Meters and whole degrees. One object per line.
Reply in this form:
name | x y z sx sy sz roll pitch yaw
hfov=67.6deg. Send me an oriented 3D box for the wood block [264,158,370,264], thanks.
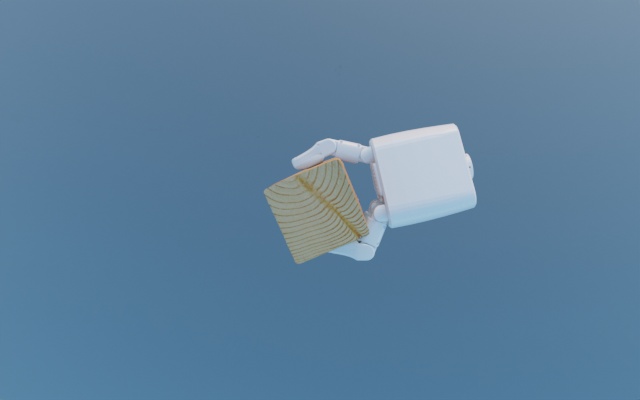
wood block | 0.000 0.002 0.608 0.090 0.091 0.206 -23 4 4
